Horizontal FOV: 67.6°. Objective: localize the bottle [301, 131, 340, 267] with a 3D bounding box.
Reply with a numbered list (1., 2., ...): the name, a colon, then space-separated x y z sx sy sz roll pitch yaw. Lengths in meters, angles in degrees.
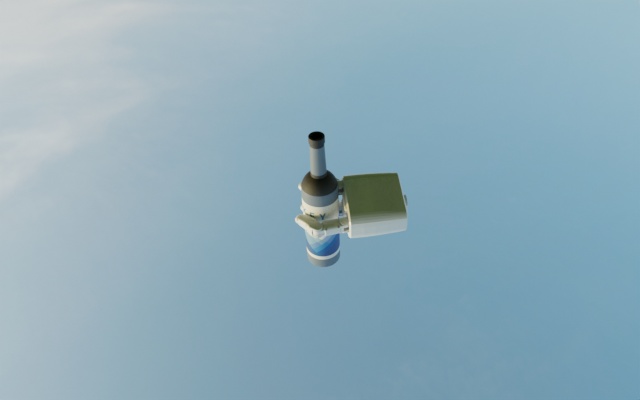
1. bottle: 0.000 0.003 0.872 0.069 0.296 0.069 -2 43 2
